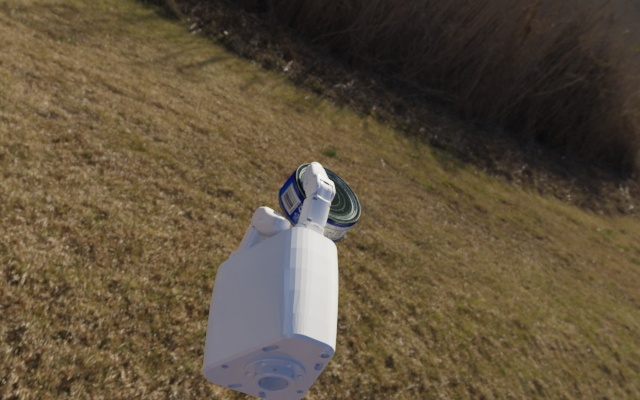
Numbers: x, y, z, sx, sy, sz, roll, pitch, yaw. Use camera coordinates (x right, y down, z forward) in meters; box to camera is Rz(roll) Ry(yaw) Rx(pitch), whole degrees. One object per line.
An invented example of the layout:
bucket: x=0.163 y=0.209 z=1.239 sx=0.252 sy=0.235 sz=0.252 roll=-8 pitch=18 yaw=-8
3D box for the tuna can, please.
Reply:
tuna can: x=0.000 y=0.001 z=0.506 sx=0.086 sy=0.086 sz=0.034 roll=0 pitch=-40 yaw=-46
